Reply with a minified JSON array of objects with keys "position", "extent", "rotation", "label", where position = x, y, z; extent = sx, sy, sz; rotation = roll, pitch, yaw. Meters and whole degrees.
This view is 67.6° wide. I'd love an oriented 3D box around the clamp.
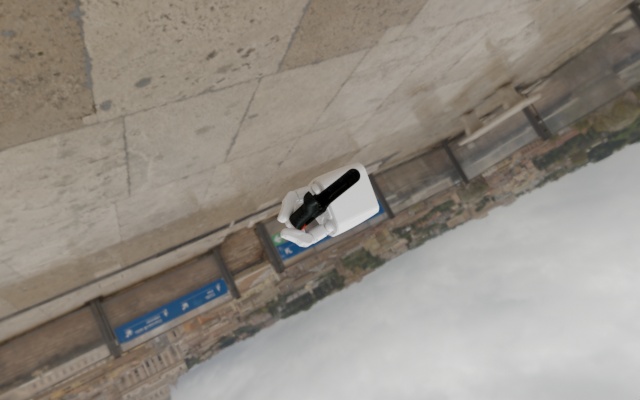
[{"position":[0.000,0.003,0.829],"extent":[0.120,0.039,0.171],"rotation":[-24,-10,-27],"label":"clamp"}]
